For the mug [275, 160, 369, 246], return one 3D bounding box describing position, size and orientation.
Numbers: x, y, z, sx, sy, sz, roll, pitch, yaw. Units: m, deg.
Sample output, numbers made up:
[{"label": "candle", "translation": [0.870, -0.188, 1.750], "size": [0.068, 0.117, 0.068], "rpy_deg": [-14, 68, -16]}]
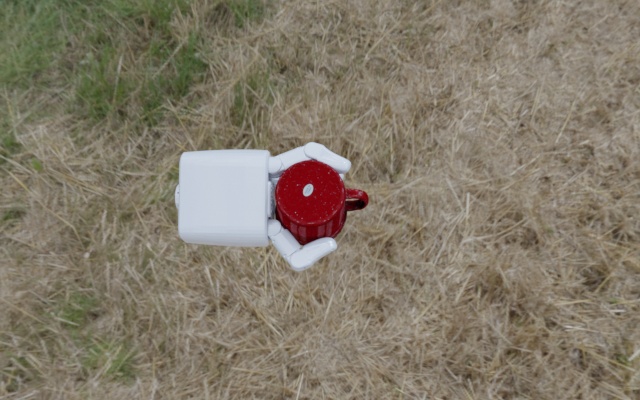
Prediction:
[{"label": "mug", "translation": [0.002, 0.002, 0.577], "size": [0.117, 0.093, 0.081], "rpy_deg": [0, -17, 0]}]
